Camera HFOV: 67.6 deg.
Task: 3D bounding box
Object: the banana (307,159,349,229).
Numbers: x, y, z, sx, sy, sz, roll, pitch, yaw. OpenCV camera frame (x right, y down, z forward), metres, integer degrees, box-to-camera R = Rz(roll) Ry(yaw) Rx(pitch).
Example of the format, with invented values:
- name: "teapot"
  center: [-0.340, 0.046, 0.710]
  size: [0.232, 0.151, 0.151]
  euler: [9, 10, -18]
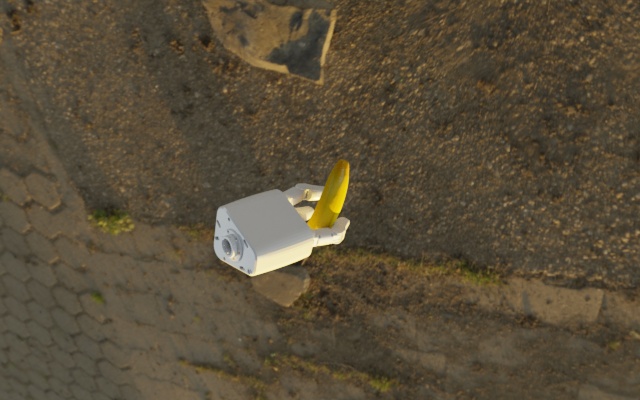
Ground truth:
- name: "banana"
  center: [0.002, 0.019, 0.771]
  size: [0.037, 0.069, 0.198]
  euler: [6, -39, -22]
